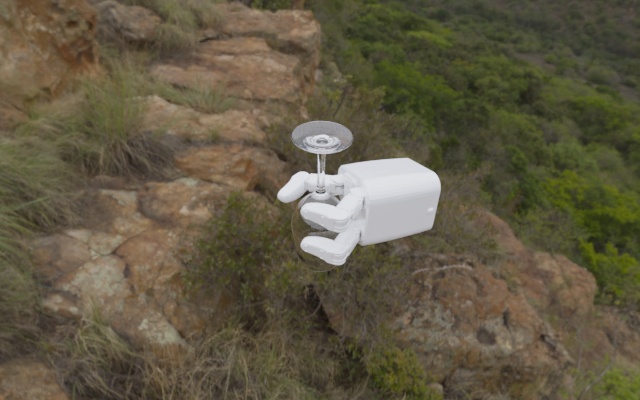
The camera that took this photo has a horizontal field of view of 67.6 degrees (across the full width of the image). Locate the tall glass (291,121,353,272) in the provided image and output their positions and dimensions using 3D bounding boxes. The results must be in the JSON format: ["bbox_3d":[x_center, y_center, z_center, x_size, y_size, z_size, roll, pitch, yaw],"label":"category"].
[{"bbox_3d":[0.000,0.001,0.628,0.079,0.201,0.079,1,38,-1],"label":"tall glass"}]
